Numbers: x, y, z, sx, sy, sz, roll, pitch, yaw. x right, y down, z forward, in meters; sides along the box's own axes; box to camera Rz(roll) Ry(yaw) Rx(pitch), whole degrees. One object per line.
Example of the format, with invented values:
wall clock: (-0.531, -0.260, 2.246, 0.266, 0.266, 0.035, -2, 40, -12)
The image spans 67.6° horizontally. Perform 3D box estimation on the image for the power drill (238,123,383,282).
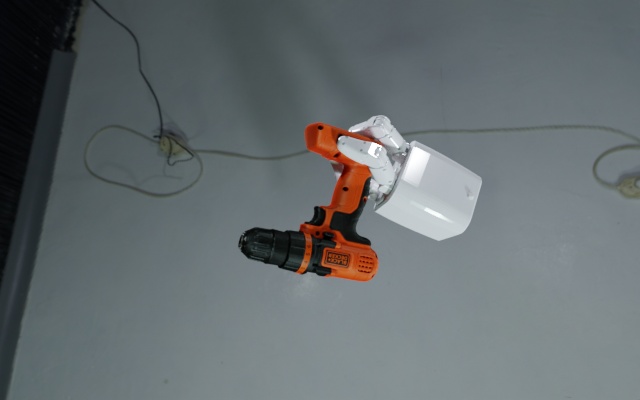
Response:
power drill: (0.000, 0.002, 0.607, 0.184, 0.187, 0.057, 14, -6, -24)
